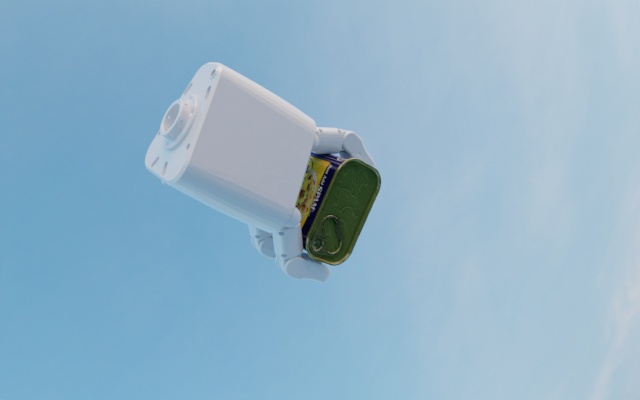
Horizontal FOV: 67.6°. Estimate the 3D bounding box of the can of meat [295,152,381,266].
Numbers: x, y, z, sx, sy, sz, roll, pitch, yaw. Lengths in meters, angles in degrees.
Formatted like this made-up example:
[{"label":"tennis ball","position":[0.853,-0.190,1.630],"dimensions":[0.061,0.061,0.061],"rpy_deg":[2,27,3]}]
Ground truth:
[{"label":"can of meat","position":[0.000,0.001,0.478],"dimensions":[0.057,0.102,0.084],"rpy_deg":[23,1,-39]}]
